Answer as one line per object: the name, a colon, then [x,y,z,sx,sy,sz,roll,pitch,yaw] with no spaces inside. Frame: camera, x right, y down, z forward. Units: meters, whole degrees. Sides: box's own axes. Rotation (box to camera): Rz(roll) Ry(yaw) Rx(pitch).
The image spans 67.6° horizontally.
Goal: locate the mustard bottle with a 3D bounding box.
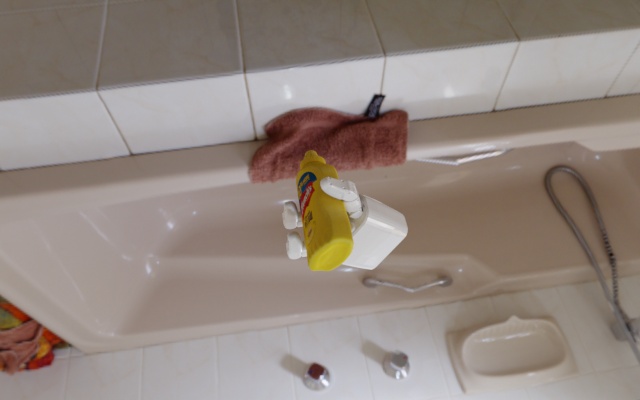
mustard bottle: [0.000,0.003,0.720,0.058,0.191,0.096,3,-35,-20]
